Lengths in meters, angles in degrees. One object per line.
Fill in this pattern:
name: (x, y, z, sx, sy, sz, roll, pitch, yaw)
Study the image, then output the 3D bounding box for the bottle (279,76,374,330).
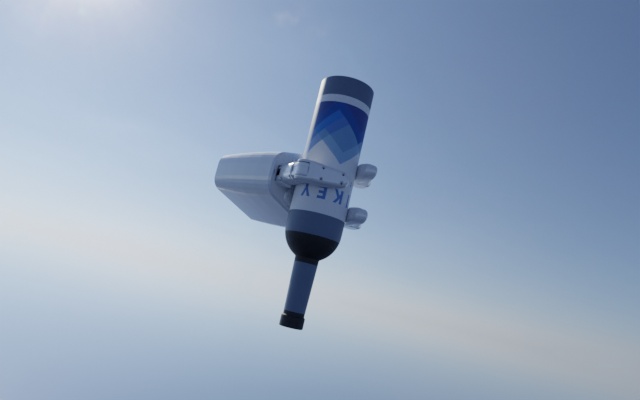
bottle: (0.000, 0.002, 0.563, 0.069, 0.295, 0.069, 13, -11, 3)
